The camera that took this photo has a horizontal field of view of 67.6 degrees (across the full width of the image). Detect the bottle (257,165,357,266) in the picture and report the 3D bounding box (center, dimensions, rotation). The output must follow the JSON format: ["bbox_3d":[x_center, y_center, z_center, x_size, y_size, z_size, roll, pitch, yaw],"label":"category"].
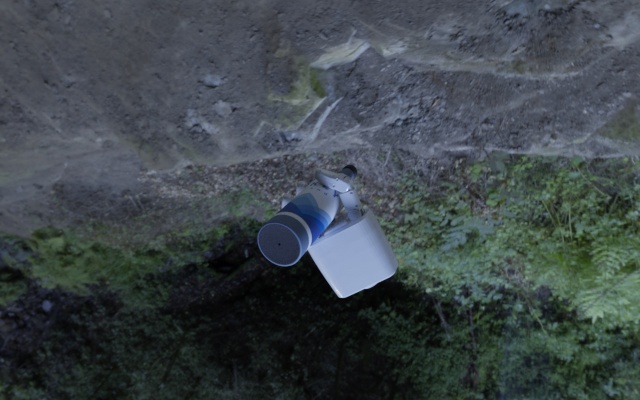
[{"bbox_3d":[0.000,0.003,0.759,0.069,0.069,0.295,0,23,24],"label":"bottle"}]
